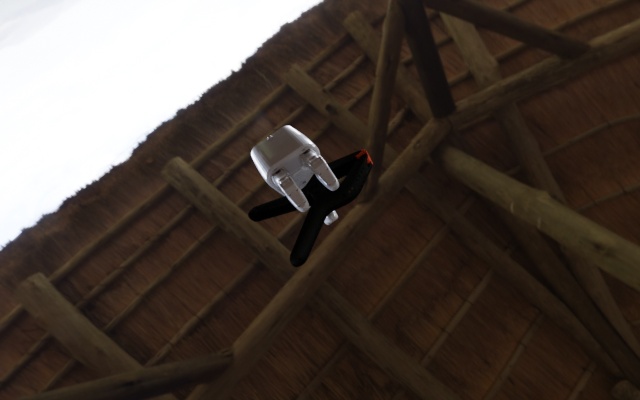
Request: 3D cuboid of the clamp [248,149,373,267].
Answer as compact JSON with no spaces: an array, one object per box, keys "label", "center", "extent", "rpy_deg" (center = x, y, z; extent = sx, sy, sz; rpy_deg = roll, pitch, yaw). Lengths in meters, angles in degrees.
[{"label":"clamp","center":[0.001,0.002,0.724],"extent":[0.210,0.036,0.164],"rpy_deg":[-36,39,-4]}]
